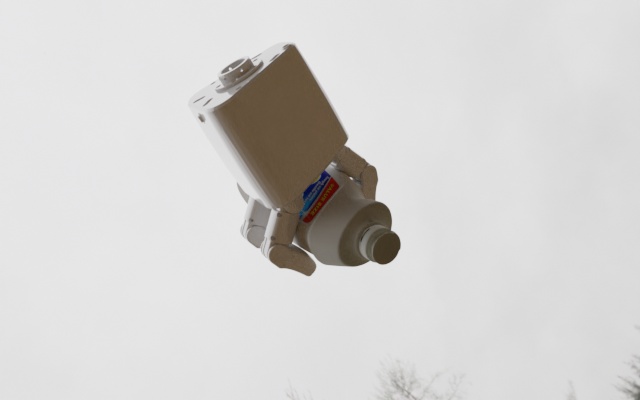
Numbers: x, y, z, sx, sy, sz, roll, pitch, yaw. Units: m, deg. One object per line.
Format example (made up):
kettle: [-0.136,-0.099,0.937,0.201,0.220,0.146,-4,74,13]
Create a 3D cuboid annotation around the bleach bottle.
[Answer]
bleach bottle: [0.000,0.002,0.494,0.102,0.068,0.250,-40,31,-14]
